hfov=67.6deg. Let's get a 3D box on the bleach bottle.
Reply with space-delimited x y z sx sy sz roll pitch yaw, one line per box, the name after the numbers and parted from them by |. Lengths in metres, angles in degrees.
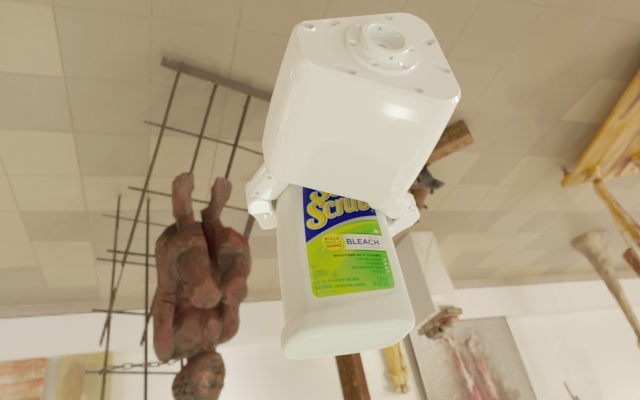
0.000 0.001 0.417 0.102 0.250 0.068 -1 -35 -18 | bleach bottle
